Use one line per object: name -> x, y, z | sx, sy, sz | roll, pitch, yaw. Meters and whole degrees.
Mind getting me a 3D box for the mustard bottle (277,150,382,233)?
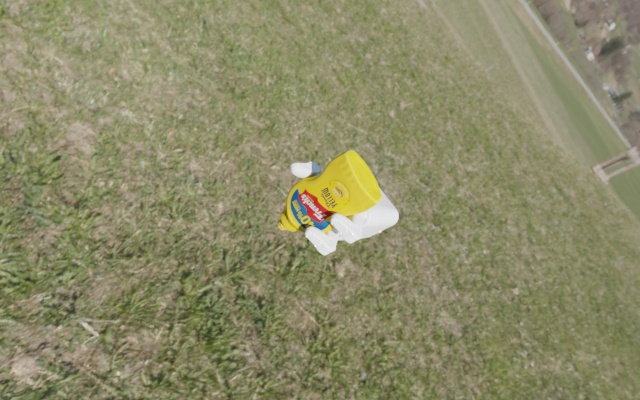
mustard bottle -> 0.000, 0.003, 0.784 | 0.192, 0.096, 0.058 | -31, 4, 33
